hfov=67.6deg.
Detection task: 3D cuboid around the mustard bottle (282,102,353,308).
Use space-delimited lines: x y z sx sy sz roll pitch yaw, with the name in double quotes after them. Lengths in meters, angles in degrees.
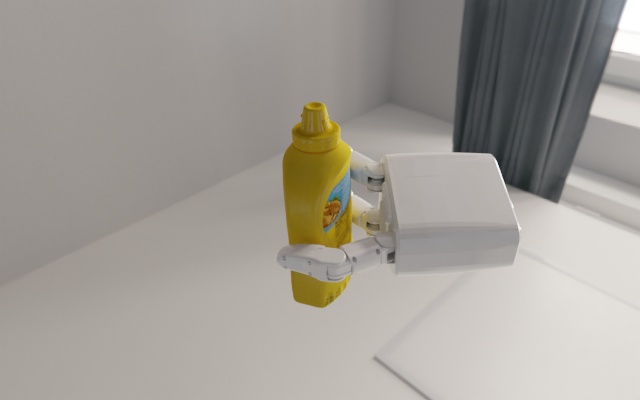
0.000 0.002 0.442 0.058 0.192 0.096 11 38 19 "mustard bottle"
